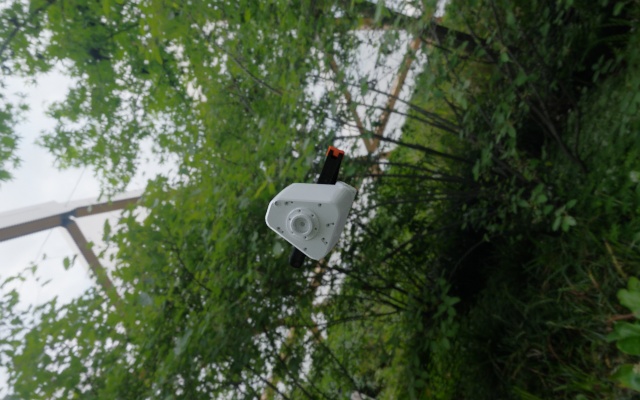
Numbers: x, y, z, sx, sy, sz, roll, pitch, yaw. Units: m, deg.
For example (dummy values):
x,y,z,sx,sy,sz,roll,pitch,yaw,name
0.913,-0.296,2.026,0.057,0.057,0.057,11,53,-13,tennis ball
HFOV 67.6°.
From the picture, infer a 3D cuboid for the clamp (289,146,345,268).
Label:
x,y,z,sx,sy,sz,roll,pitch,yaw,name
-0.001,0.002,0.859,0.036,0.210,0.164,20,15,5,clamp
